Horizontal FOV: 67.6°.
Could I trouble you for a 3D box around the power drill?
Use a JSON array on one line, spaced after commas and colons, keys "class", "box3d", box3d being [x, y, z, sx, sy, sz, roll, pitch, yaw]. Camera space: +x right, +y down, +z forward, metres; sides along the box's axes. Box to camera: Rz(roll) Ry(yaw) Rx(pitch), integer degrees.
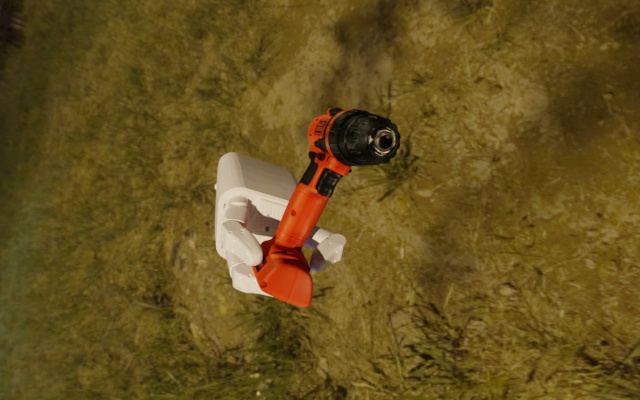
[{"class": "power drill", "box3d": [0.000, 0.002, 0.457, 0.057, 0.187, 0.184, 26, 3, -15]}]
